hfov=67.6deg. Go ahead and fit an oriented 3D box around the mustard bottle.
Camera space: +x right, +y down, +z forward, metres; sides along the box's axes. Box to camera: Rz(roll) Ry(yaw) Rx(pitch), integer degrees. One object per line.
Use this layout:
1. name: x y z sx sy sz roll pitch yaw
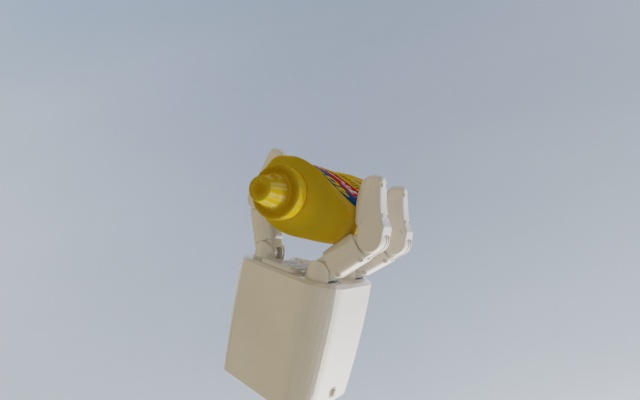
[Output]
1. mustard bottle: 0.000 0.001 0.413 0.096 0.058 0.191 39 12 25
